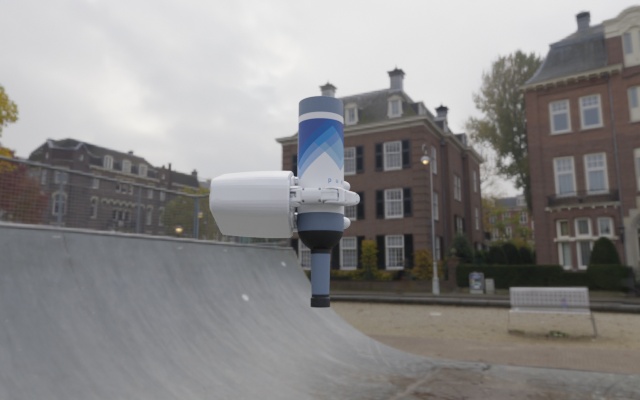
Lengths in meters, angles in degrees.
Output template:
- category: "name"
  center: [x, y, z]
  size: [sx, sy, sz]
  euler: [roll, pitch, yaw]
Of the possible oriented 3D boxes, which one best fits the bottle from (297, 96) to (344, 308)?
- category: "bottle"
  center: [0.000, 0.002, 0.683]
  size: [0.069, 0.295, 0.069]
  euler: [0, -9, 0]
